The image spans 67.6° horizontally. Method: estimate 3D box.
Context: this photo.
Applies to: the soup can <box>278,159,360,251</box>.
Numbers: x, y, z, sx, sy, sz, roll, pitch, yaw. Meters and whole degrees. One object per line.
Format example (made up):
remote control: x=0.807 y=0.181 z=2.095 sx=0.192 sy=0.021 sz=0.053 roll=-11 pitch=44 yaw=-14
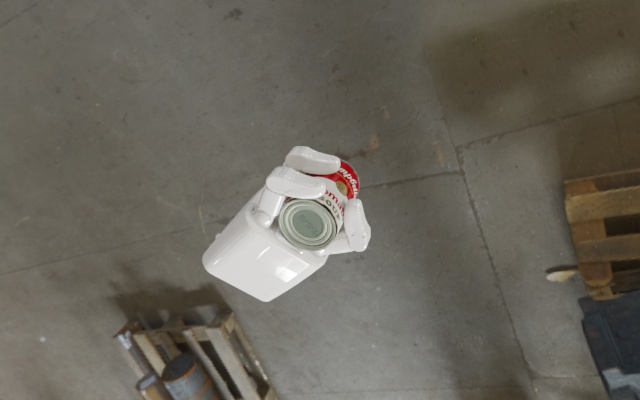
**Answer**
soup can: x=0.000 y=0.002 z=0.542 sx=0.068 sy=0.068 sz=0.102 roll=0 pitch=29 yaw=20
